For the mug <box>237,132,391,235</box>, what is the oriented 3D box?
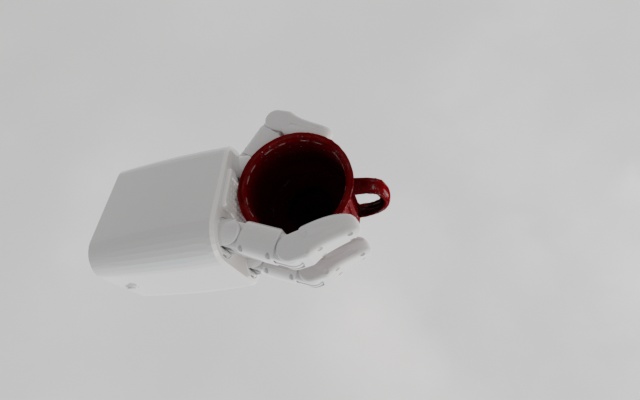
[{"bbox_3d":[0.002,0.001,0.401,0.117,0.093,0.081,-8,-25,11],"label":"mug"}]
